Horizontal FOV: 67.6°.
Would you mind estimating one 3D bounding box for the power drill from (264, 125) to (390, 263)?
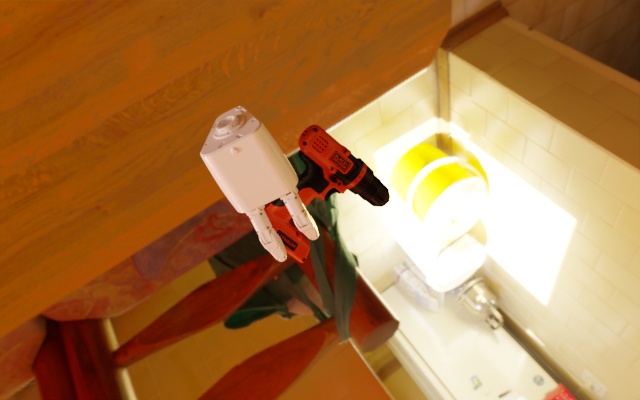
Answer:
[{"bbox_3d":[0.000,0.003,0.754,0.184,0.187,0.057,39,-1,-21],"label":"power drill"}]
